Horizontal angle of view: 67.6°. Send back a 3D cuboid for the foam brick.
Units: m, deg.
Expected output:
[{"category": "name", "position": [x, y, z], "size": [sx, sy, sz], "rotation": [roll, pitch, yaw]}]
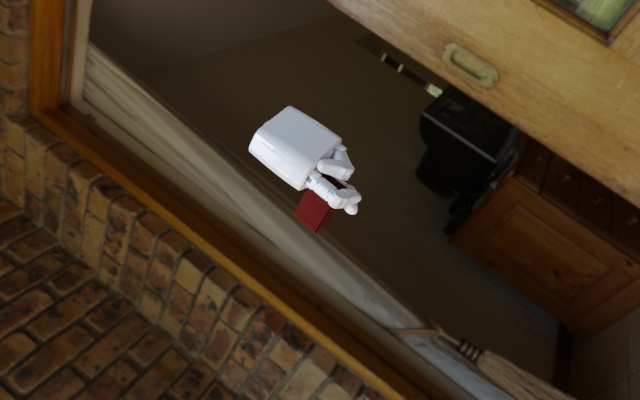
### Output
[{"category": "foam brick", "position": [0.000, 0.003, 0.783], "size": [0.051, 0.078, 0.053], "rotation": [36, 33, 8]}]
